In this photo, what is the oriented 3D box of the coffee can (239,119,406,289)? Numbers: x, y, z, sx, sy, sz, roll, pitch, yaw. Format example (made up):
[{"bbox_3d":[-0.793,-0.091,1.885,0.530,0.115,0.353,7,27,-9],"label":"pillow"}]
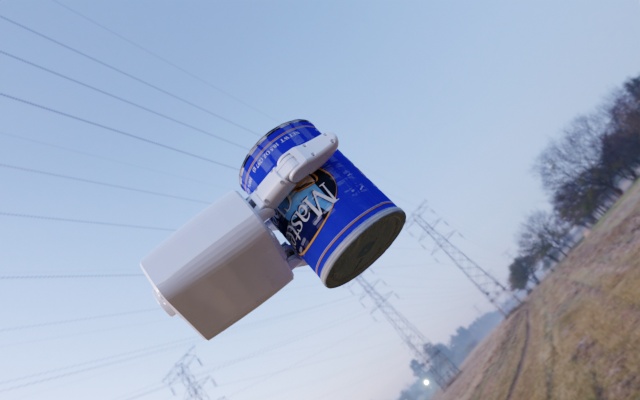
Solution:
[{"bbox_3d":[0.000,0.002,0.477,0.140,0.103,0.103,47,23,24],"label":"coffee can"}]
